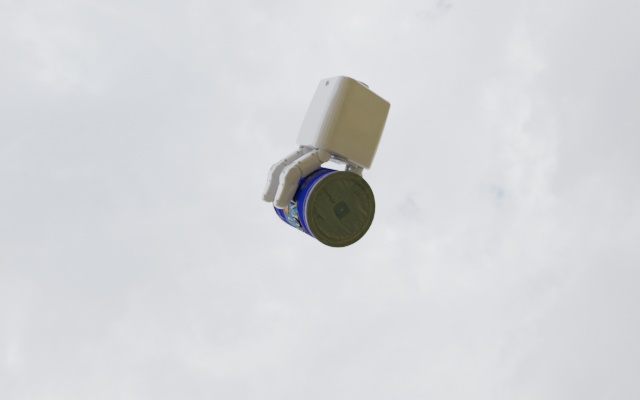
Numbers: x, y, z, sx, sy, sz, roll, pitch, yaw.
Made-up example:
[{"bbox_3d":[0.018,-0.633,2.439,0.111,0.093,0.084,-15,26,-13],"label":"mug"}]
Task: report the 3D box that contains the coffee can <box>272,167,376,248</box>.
[{"bbox_3d":[0.000,0.002,0.688,0.103,0.103,0.140,0,8,-25],"label":"coffee can"}]
